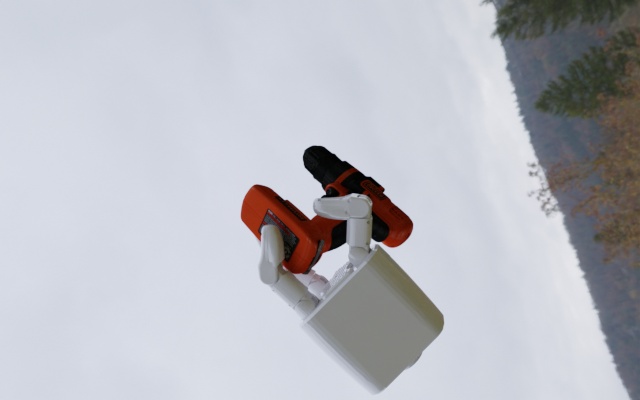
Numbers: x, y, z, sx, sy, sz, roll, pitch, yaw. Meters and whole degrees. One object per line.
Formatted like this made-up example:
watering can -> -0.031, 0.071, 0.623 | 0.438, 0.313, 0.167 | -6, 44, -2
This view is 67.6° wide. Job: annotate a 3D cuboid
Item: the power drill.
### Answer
power drill -> 0.000, 0.002, 0.567 | 0.184, 0.057, 0.187 | 42, 37, 25
